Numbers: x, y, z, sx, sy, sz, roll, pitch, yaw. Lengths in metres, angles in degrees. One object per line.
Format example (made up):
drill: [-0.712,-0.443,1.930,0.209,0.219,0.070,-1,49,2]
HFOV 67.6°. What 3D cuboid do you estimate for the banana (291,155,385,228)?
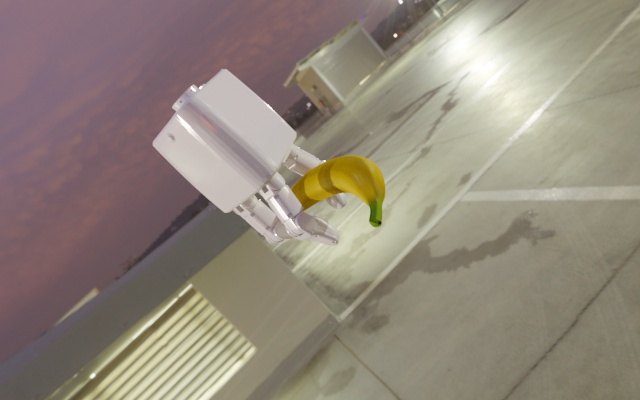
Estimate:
banana: [0.011,-0.014,0.500,0.037,0.069,0.198,38,-16,-22]
